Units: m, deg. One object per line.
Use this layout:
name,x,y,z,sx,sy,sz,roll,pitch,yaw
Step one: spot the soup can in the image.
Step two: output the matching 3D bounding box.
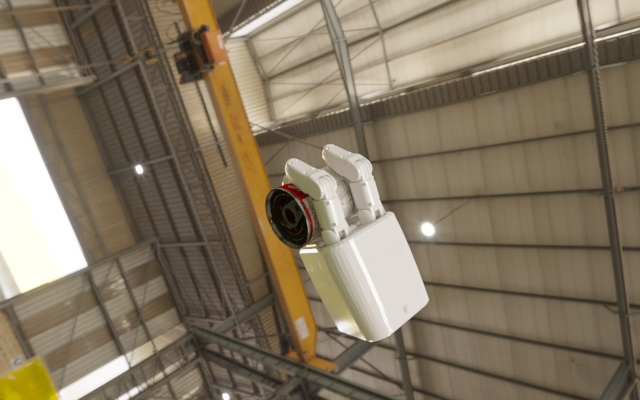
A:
soup can,0.000,0.001,0.524,0.102,0.068,0.068,-26,17,-38
